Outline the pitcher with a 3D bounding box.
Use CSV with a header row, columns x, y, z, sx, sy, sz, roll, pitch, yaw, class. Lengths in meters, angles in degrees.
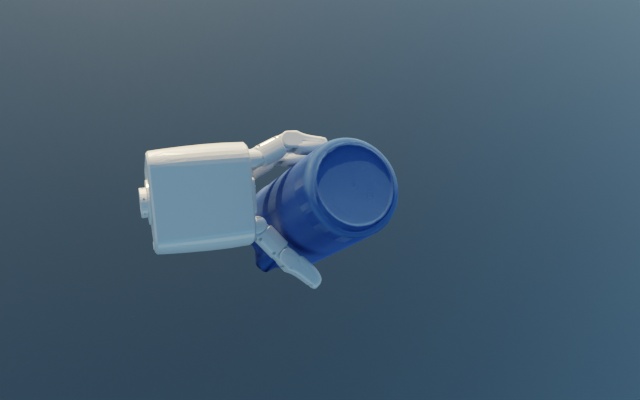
x,y,z,sx,sy,sz,roll,pitch,yaw,class
0.000,0.002,0.599,0.145,0.149,0.243,-4,-11,-22,pitcher
